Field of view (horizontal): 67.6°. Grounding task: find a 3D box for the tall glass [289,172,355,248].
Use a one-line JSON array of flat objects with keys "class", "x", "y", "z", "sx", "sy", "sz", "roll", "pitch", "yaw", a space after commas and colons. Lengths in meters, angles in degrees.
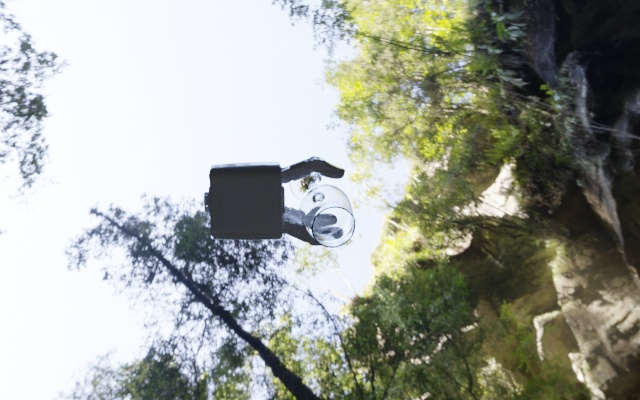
[{"class": "tall glass", "x": 0.000, "y": 0.002, "z": 0.738, "sx": 0.079, "sy": 0.079, "sz": 0.201, "roll": 0, "pitch": 20, "yaw": -11}]
